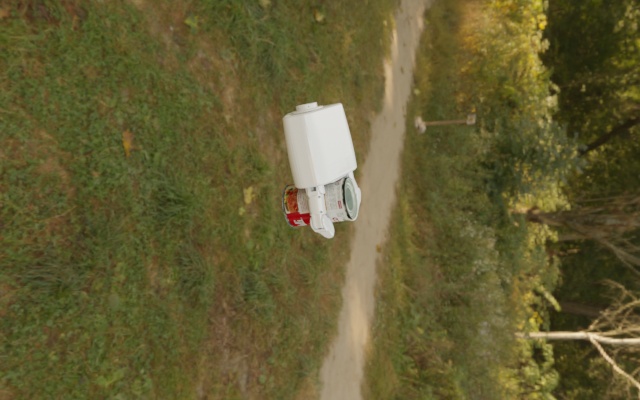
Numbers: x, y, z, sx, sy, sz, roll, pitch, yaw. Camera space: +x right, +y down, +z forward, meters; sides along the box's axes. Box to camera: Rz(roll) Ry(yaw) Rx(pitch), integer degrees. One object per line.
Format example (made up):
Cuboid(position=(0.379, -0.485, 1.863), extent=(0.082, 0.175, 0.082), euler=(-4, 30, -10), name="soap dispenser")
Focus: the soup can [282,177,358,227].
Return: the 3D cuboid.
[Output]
Cuboid(position=(0.000, 0.003, 0.747), extent=(0.102, 0.068, 0.068), euler=(-7, -3, 20), name="soup can")
